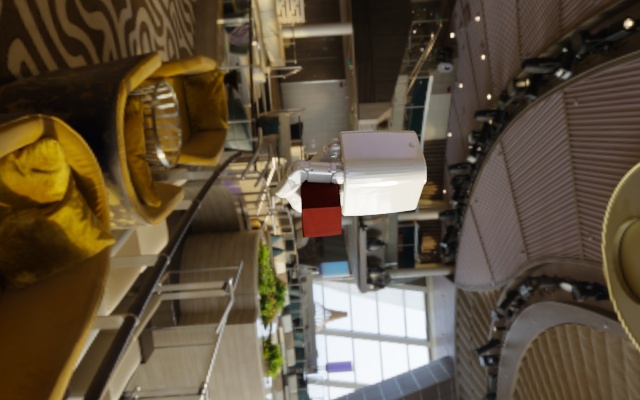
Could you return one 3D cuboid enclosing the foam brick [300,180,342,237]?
[{"bbox_3d":[0.000,0.002,0.625,0.051,0.053,0.078,-2,43,-1],"label":"foam brick"}]
